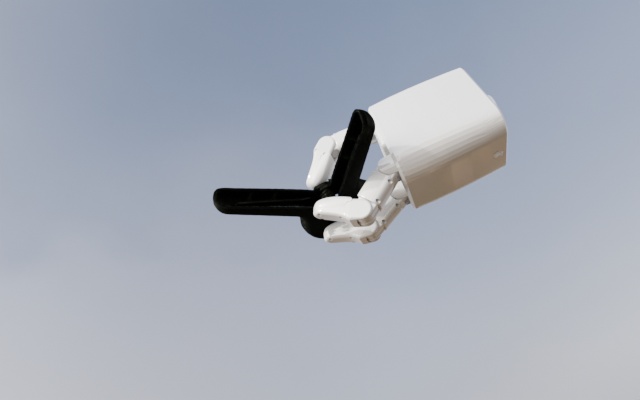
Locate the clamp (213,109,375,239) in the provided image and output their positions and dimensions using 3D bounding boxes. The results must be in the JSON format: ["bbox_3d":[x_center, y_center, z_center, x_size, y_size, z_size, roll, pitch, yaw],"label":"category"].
[{"bbox_3d":[0.000,0.001,0.499,0.164,0.036,0.210,-24,-30,8],"label":"clamp"}]
